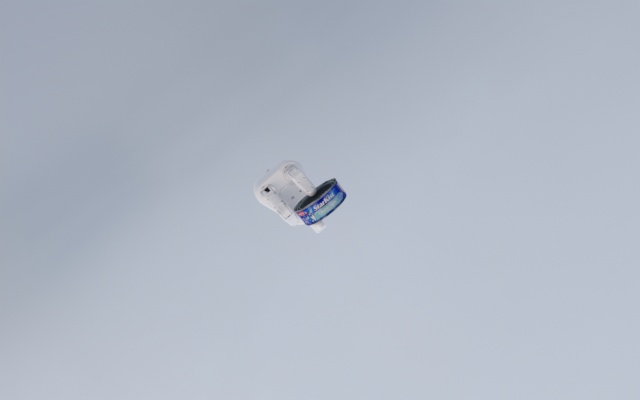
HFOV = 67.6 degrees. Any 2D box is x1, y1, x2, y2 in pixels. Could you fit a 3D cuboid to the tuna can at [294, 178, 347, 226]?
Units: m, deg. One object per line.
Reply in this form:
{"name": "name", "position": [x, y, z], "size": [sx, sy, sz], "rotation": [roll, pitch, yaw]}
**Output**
{"name": "tuna can", "position": [0.000, 0.003, 0.780], "size": [0.086, 0.034, 0.086], "rotation": [-36, 12, 9]}
